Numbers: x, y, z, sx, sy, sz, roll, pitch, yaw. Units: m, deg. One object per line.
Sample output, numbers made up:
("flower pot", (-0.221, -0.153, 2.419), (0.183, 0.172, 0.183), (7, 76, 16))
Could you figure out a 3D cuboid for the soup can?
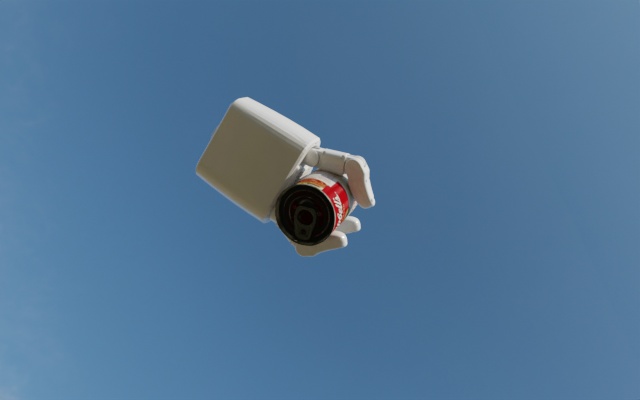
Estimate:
("soup can", (0.001, 0.002, 0.541), (0.068, 0.068, 0.102), (0, 16, 21))
